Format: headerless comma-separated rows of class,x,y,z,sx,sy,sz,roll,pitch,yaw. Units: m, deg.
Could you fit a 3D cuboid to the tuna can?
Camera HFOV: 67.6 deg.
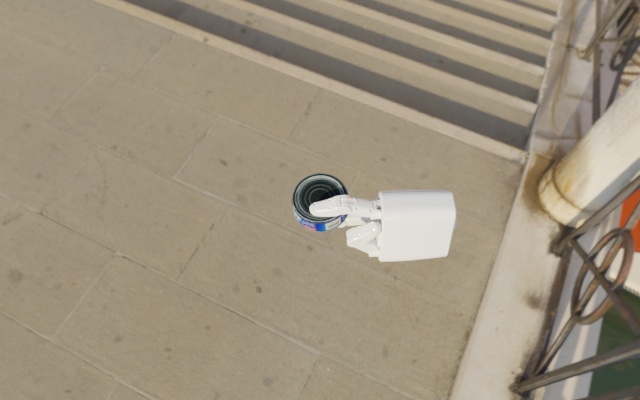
tuna can,0.000,0.002,0.714,0.086,0.086,0.034,0,-27,5
